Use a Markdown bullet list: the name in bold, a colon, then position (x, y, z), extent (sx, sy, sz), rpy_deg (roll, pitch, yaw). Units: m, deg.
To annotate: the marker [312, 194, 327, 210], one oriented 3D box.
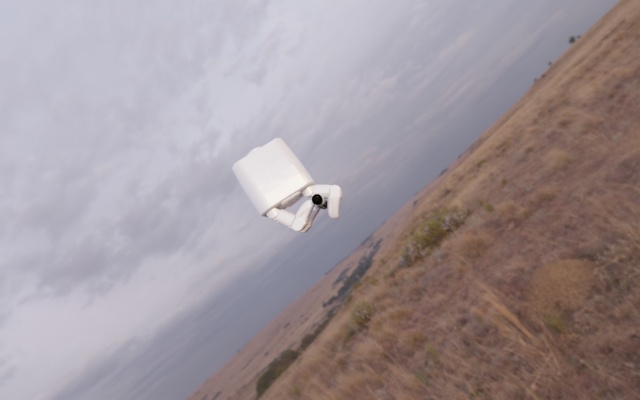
- **marker**: position (0.000, 0.003, 0.860), extent (0.020, 0.020, 0.121), rpy_deg (0, -5, 7)
